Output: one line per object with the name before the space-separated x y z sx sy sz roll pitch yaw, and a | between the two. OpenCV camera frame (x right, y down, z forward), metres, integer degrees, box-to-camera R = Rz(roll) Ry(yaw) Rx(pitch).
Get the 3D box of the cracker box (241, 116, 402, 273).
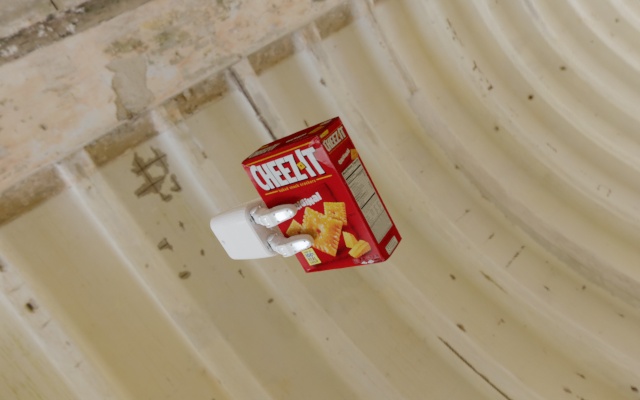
cracker box | 0.000 0.002 0.722 0.164 0.214 0.072 -14 23 40
